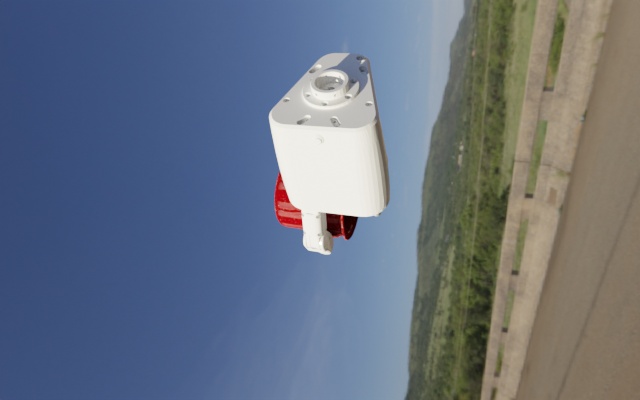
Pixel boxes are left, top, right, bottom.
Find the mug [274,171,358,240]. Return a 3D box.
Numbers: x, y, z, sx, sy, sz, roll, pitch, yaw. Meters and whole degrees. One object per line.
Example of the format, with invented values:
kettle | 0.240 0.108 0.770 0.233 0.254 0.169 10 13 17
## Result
mug | 0.000 0.003 0.558 0.081 0.093 0.117 7 -38 16
